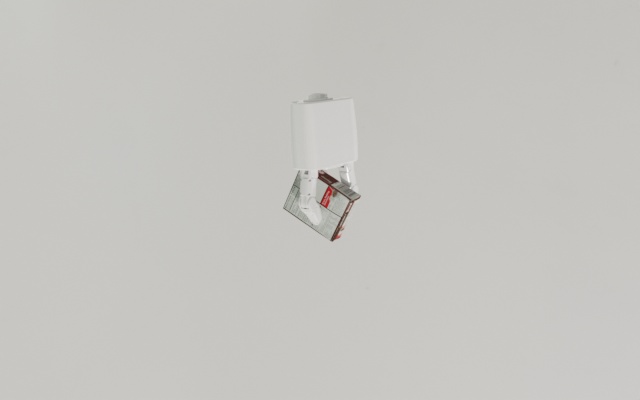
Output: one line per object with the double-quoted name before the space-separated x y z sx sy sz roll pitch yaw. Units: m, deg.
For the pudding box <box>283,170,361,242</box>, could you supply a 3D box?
"pudding box" 0.000 0.003 0.817 0.113 0.090 0.039 35 28 21
